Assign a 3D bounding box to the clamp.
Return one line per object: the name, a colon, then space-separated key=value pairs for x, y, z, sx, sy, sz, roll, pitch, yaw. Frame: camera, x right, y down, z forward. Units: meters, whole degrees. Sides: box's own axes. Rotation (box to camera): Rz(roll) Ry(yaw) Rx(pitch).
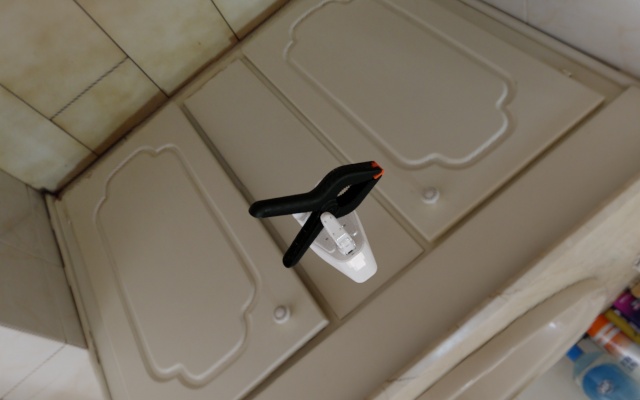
clamp: x=0.001 y=0.003 z=0.700 sx=0.210 sy=0.036 sz=0.165 roll=-38 pitch=-35 yaw=-3
